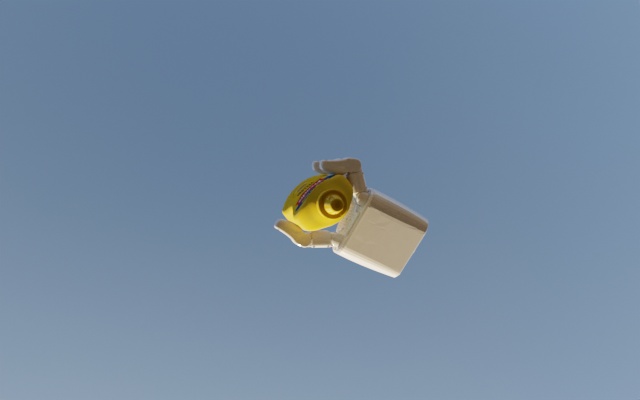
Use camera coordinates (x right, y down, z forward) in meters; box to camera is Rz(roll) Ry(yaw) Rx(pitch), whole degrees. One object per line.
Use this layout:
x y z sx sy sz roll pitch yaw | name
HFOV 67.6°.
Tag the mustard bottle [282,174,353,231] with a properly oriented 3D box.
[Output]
0.000 0.002 0.703 0.096 0.058 0.191 -41 11 -8 | mustard bottle
